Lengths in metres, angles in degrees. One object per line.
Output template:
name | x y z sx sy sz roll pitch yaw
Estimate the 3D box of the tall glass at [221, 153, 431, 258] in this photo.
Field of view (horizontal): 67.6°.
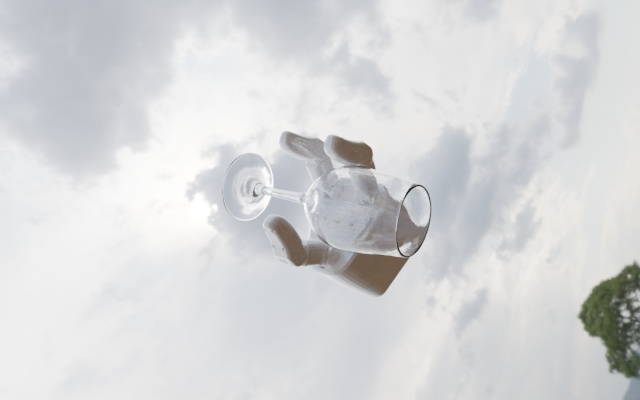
tall glass | -0.001 0.001 0.453 0.201 0.079 0.079 11 7 38
